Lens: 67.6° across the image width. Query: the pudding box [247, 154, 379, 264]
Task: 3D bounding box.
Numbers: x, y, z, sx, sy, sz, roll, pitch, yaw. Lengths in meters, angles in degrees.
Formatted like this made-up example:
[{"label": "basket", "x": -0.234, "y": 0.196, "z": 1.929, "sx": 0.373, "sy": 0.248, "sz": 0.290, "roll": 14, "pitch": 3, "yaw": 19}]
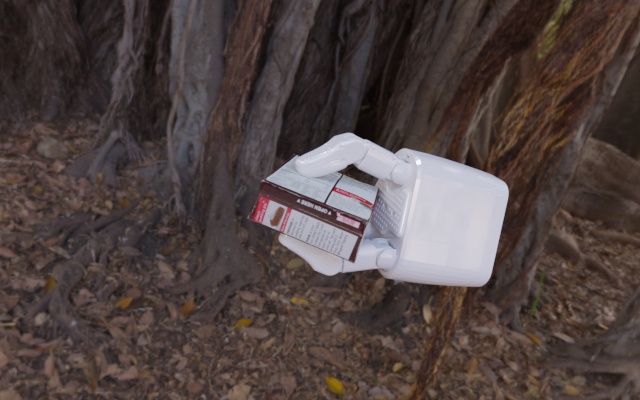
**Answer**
[{"label": "pudding box", "x": 0.000, "y": 0.001, "z": 0.407, "sx": 0.090, "sy": 0.039, "sz": 0.113, "roll": 21, "pitch": 17, "yaw": 4}]
